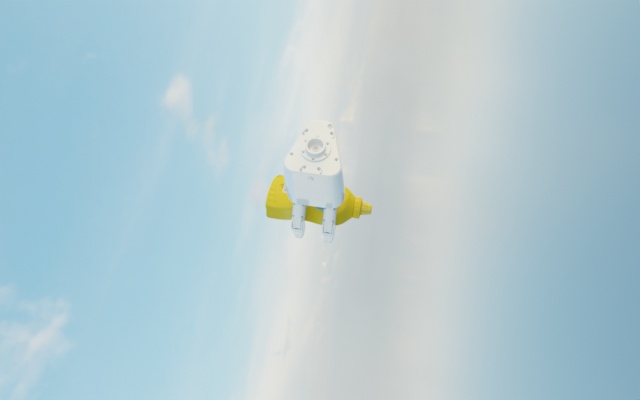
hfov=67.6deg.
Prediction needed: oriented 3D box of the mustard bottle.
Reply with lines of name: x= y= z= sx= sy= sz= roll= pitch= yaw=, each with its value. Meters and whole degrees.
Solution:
mustard bottle: x=0.000 y=0.003 z=0.888 sx=0.191 sy=0.058 sz=0.096 roll=8 pitch=40 yaw=6
